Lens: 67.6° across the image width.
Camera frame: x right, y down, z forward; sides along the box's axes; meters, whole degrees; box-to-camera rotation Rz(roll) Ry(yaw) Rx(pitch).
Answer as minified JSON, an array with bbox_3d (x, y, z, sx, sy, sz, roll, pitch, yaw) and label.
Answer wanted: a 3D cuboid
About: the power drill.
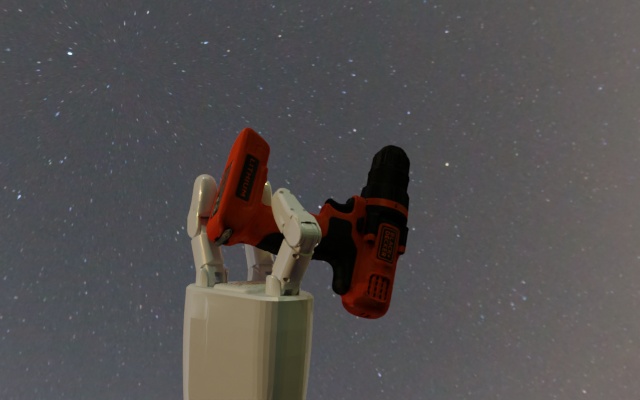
[{"bbox_3d":[0.000,0.002,0.456,0.188,0.184,0.057,21,-27,-16],"label":"power drill"}]
